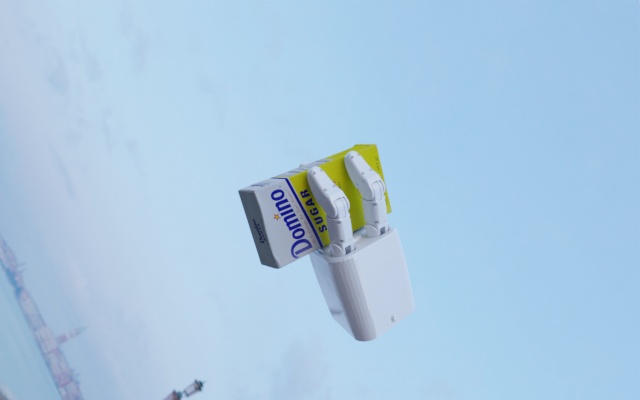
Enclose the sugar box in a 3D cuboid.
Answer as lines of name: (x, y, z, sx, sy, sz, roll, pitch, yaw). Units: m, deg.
sugar box: (0.001, 0.002, 0.558, 0.176, 0.093, 0.048, -25, 17, -33)
